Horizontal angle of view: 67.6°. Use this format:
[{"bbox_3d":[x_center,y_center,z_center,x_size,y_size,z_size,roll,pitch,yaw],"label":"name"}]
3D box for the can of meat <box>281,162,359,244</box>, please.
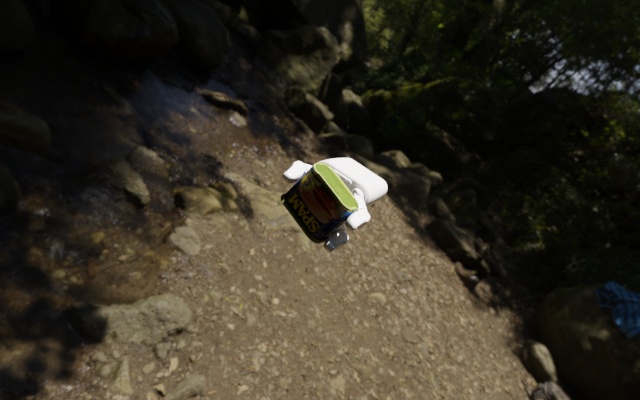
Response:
[{"bbox_3d":[0.000,0.002,0.756,0.084,0.102,0.057,-44,-15,27],"label":"can of meat"}]
